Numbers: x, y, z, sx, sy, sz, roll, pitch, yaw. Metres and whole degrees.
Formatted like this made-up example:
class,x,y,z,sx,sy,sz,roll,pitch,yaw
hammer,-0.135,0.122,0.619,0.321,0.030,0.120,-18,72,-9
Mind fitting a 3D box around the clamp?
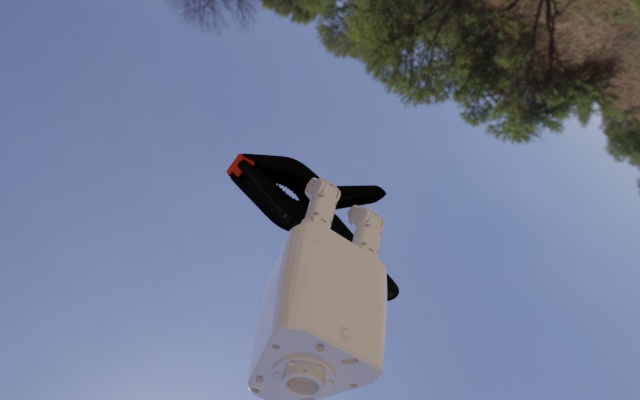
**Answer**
class,x,y,z,sx,sy,sz,roll,pitch,yaw
clamp,-0.001,0.002,0.521,0.210,0.164,0.036,31,-54,-17
